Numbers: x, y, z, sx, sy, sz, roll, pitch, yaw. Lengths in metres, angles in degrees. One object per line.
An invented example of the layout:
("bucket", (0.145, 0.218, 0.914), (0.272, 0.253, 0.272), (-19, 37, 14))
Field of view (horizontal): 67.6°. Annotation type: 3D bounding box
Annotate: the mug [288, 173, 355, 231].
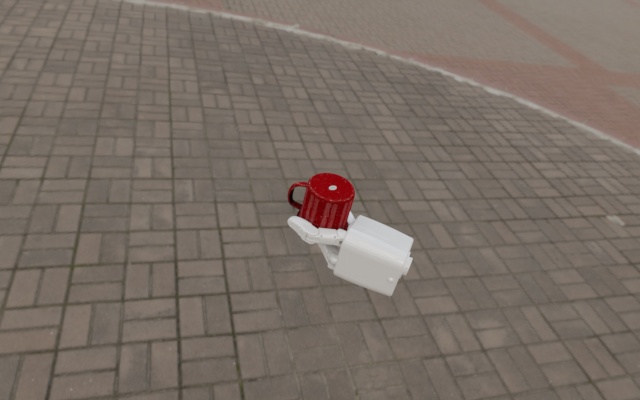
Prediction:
("mug", (-0.001, 0.002, 0.814), (0.117, 0.082, 0.093), (21, 38, 9))
